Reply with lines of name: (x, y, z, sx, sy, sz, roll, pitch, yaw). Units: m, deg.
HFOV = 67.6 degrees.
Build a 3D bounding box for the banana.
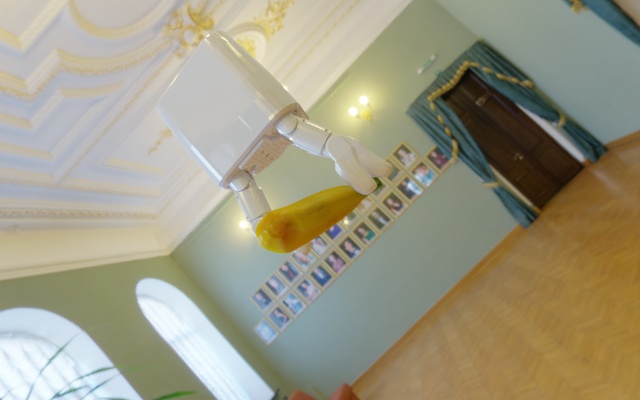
banana: (-0.010, 0.012, 0.417, 0.070, 0.037, 0.197, -45, -9, 28)
